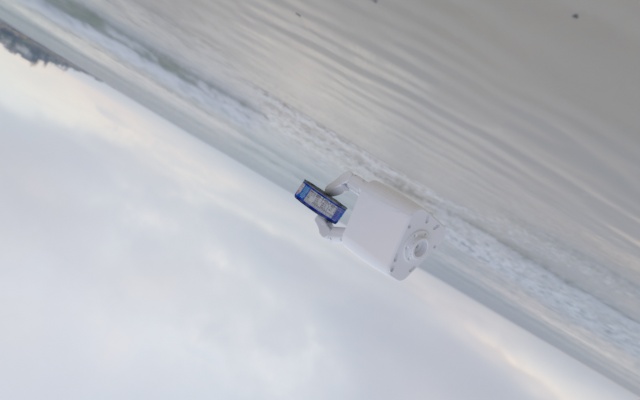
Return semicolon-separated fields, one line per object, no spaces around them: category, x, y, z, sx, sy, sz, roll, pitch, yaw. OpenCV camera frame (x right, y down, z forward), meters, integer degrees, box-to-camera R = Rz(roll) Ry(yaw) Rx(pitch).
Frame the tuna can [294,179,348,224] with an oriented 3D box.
tuna can;0.000;0.003;0.781;0.086;0.034;0.086;34;3;-2
